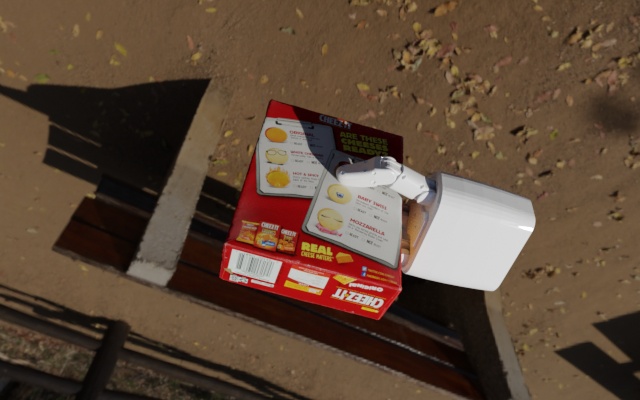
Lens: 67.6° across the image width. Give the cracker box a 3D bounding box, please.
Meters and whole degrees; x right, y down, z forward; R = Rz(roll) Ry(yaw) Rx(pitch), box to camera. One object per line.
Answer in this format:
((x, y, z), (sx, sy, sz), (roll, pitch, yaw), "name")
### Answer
((0.000, 0.002, 0.506), (0.164, 0.213, 0.072), (15, -43, -7), "cracker box")
